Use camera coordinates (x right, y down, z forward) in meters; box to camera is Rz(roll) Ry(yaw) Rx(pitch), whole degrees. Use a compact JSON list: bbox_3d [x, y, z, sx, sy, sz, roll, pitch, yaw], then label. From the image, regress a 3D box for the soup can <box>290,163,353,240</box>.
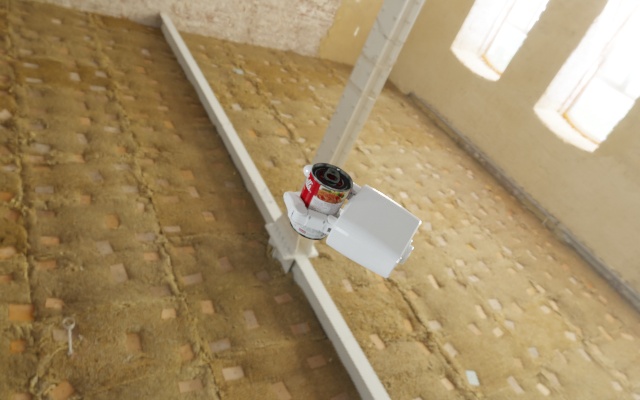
[{"bbox_3d":[0.000,0.002,0.736,0.068,0.102,0.068,18,33,-12],"label":"soup can"}]
